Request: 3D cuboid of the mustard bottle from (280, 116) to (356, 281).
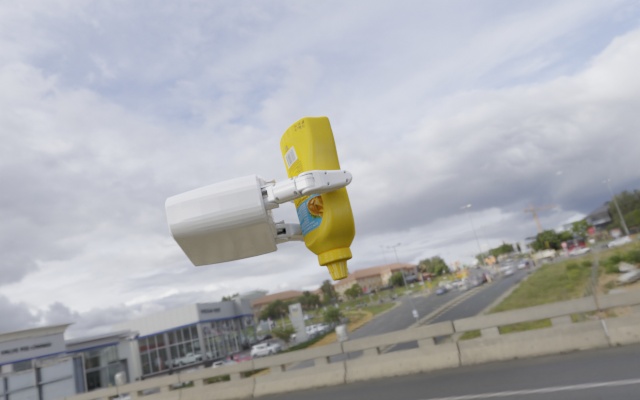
[{"bbox_3d":[0.000,0.002,0.579,0.058,0.191,0.096,-7,-16,-27],"label":"mustard bottle"}]
